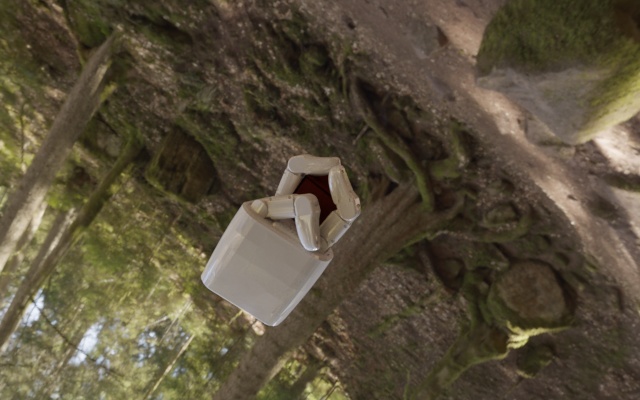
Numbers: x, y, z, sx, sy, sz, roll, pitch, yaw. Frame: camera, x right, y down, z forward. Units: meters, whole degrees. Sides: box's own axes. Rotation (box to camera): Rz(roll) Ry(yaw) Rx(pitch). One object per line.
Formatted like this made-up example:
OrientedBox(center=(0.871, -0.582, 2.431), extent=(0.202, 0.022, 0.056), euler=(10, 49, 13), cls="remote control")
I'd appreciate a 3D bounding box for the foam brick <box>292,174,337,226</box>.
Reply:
OrientedBox(center=(0.000, 0.002, 0.571), extent=(0.053, 0.051, 0.078), euler=(38, 16, 12), cls="foam brick")
